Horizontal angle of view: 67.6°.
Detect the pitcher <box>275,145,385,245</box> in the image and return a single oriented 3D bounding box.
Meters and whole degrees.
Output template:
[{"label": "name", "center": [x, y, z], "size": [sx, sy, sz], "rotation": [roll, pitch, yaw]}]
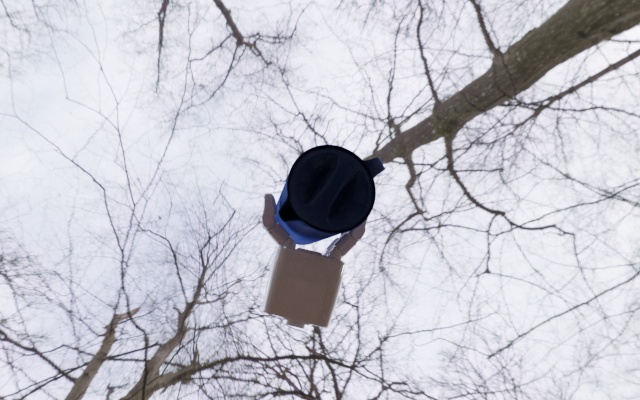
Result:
[{"label": "pitcher", "center": [0.000, 0.003, 0.798], "size": [0.149, 0.145, 0.243], "rotation": [16, -15, -10]}]
